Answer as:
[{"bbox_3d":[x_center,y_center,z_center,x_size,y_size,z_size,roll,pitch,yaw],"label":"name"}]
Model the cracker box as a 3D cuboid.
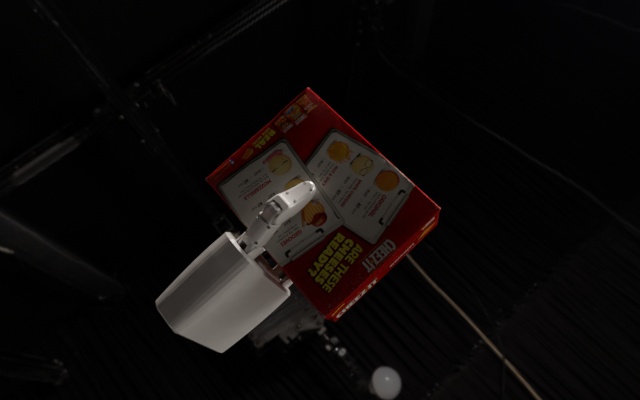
[{"bbox_3d":[0.000,0.002,0.542,0.213,0.164,0.072,46,-4,21],"label":"cracker box"}]
